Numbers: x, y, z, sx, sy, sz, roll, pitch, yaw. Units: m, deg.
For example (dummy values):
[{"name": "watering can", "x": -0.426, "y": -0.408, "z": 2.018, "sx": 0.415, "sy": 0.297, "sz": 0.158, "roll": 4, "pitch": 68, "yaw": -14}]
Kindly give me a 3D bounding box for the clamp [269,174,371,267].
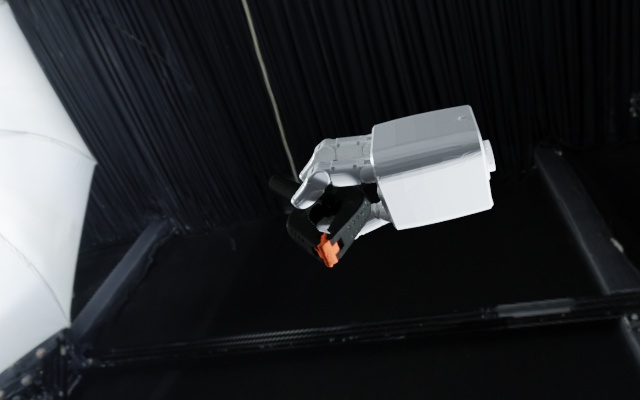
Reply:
[{"name": "clamp", "x": 0.001, "y": 0.003, "z": 0.546, "sx": 0.164, "sy": 0.036, "sz": 0.209, "roll": -15, "pitch": 29, "yaw": 18}]
